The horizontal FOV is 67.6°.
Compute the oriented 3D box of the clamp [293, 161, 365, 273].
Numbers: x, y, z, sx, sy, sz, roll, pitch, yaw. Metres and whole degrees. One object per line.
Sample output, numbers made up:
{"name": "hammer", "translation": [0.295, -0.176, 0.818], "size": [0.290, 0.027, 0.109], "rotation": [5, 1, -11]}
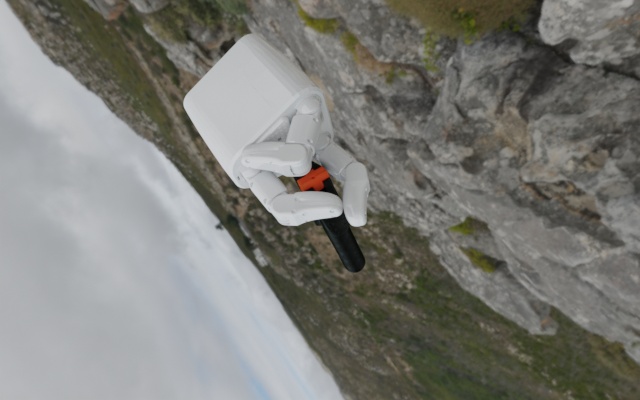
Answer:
{"name": "clamp", "translation": [0.000, 0.002, 0.499], "size": [0.039, 0.120, 0.172], "rotation": [-36, -29, -9]}
